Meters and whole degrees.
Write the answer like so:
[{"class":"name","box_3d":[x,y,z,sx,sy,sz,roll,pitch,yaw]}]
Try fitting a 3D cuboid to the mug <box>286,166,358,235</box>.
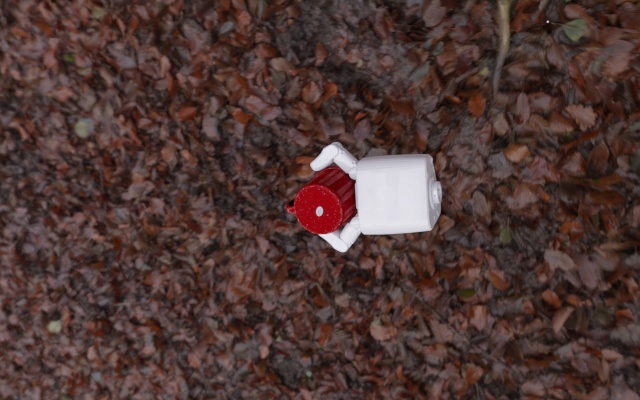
[{"class":"mug","box_3d":[-0.001,0.002,0.739,0.117,0.093,0.081,-4,17,25]}]
